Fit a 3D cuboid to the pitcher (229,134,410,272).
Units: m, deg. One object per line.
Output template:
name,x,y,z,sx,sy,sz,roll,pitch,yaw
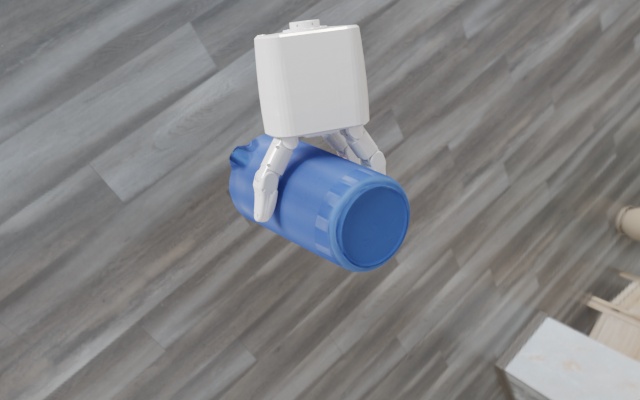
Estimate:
pitcher,0.000,0.002,0.596,0.149,0.145,0.242,-17,24,-28
